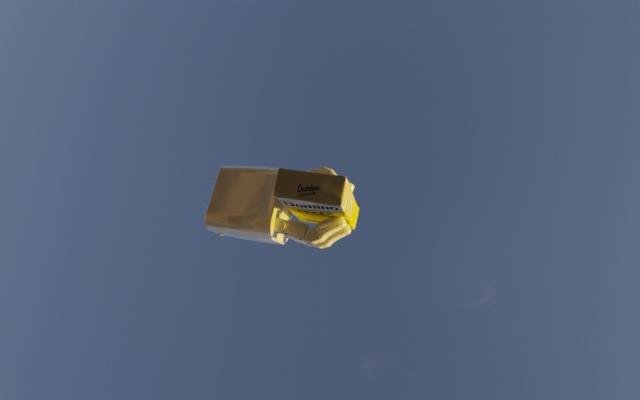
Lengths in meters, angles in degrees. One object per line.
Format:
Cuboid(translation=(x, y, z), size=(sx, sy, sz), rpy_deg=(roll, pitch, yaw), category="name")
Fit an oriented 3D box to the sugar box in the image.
Cuboid(translation=(0.000, 0.003, 0.688), size=(0.093, 0.048, 0.176), rpy_deg=(8, -9, 12), category="sugar box")
